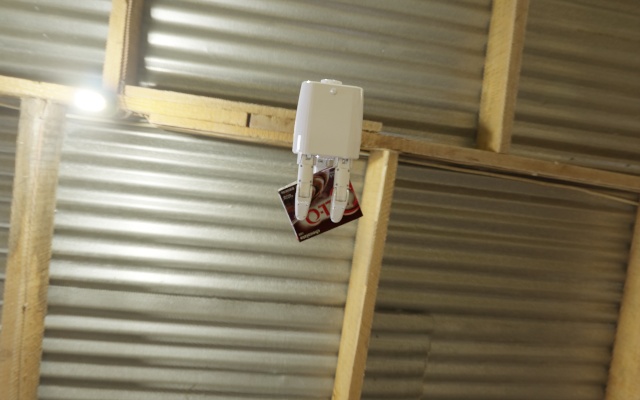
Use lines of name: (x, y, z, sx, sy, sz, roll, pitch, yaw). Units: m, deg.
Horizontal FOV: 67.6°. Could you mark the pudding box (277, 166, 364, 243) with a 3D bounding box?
pudding box: (0.000, 0.002, 0.754, 0.113, 0.090, 0.039, -22, 11, -1)
